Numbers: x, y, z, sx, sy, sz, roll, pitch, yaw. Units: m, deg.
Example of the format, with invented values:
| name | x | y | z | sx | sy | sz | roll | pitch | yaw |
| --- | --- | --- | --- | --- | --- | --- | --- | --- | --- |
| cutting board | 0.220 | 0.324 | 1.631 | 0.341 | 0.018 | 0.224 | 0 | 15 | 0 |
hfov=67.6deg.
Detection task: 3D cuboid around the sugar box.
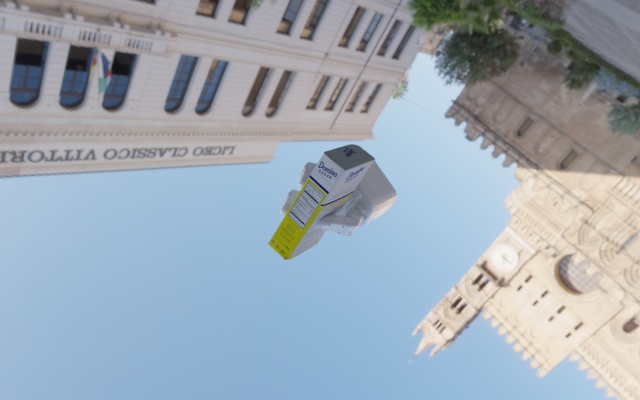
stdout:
| name | x | y | z | sx | sy | sz | roll | pitch | yaw |
| --- | --- | --- | --- | --- | --- | --- | --- | --- | --- |
| sugar box | 0.000 | 0.002 | 0.685 | 0.048 | 0.176 | 0.093 | 40 | 30 | 17 |
